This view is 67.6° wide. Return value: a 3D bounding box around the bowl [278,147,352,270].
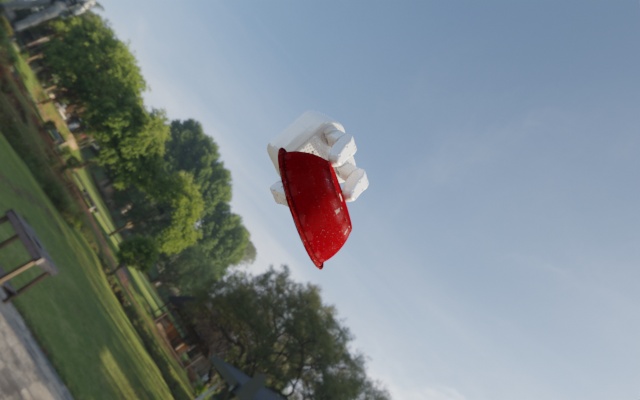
[{"bbox_3d":[0.001,0.003,0.600,0.055,0.162,0.162,-18,-2,7],"label":"bowl"}]
